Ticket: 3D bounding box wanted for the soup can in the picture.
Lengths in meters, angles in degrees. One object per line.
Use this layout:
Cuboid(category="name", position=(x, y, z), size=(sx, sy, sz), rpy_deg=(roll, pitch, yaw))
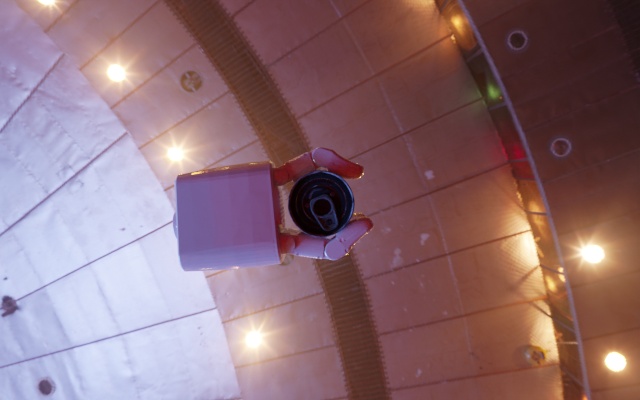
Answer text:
Cuboid(category="soup can", position=(0.001, 0.002, 0.533), size=(0.068, 0.068, 0.102), rpy_deg=(0, 2, -1))
